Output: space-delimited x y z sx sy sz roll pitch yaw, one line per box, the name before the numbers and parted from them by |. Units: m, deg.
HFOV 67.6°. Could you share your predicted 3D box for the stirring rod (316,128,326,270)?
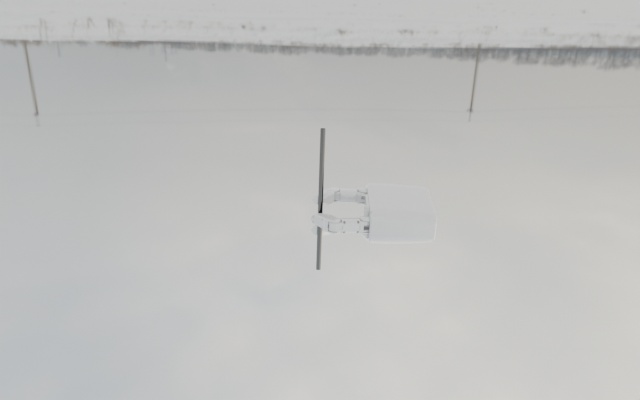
stirring rod | 0.000 0.002 0.782 0.011 0.239 0.011 2 17 -1
